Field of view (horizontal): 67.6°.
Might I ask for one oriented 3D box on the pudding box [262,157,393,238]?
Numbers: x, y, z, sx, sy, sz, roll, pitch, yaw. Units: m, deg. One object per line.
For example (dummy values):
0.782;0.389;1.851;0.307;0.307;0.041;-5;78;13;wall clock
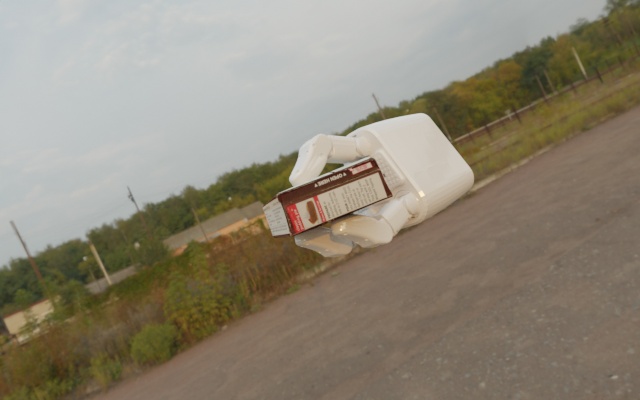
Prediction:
0.000;0.001;0.422;0.090;0.039;0.113;-22;-2;-13;pudding box
